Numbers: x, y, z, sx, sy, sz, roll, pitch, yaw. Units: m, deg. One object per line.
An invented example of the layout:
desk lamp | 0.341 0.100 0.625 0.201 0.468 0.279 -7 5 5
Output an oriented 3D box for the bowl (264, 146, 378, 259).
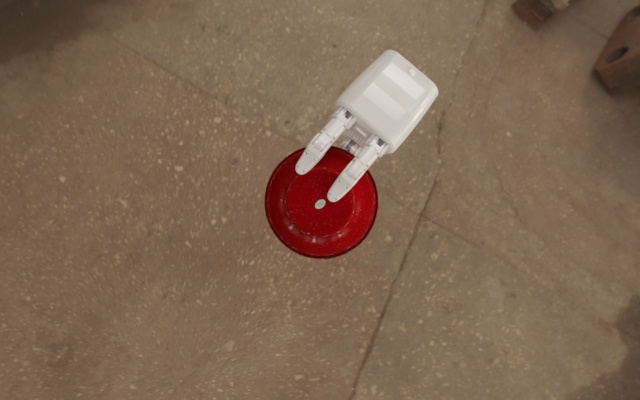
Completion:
bowl | -0.001 0.003 0.649 0.162 0.162 0.055 0 0 2
